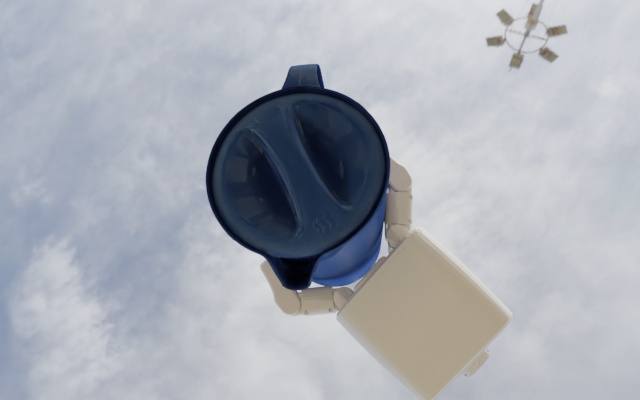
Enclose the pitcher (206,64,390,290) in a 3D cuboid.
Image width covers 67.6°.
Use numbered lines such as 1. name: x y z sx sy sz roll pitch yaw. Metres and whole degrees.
1. pitcher: 0.000 0.002 0.448 0.145 0.149 0.243 42 -7 18
